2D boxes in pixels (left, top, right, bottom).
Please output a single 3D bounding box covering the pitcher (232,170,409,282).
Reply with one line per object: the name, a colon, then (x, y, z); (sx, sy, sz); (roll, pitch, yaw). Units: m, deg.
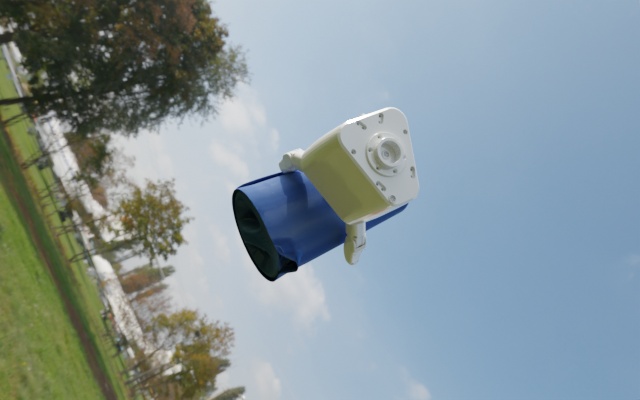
pitcher: (0.000, 0.002, 0.690); (0.243, 0.149, 0.145); (-22, -5, -25)
